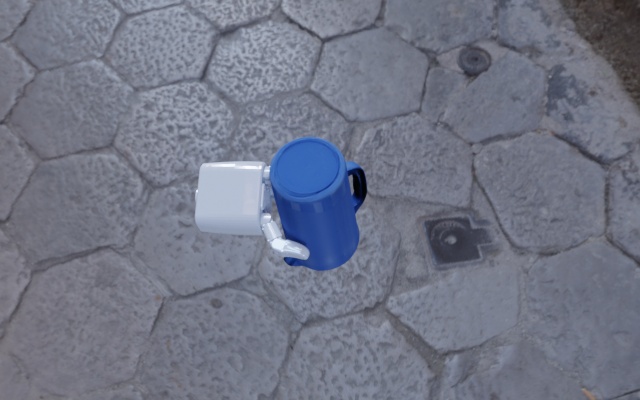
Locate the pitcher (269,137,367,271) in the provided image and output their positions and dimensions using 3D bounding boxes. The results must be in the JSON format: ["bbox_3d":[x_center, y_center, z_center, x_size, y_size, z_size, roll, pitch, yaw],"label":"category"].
[{"bbox_3d":[0.000,0.003,0.758,0.145,0.149,0.243,1,-28,6],"label":"pitcher"}]
